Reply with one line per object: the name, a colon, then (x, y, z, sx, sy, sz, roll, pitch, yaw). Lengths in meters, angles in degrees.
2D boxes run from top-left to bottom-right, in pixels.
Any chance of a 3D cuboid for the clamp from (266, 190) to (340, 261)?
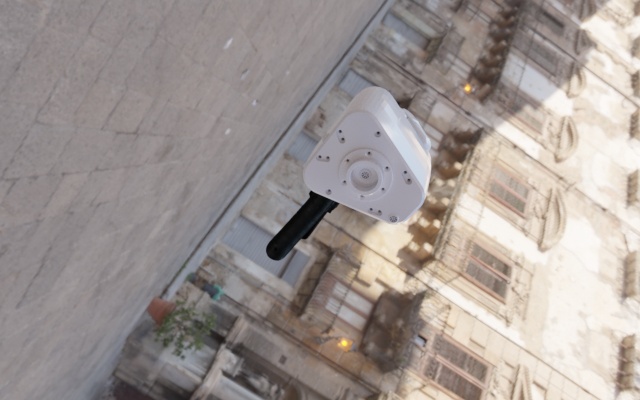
clamp: (0.001, 0.002, 0.565, 0.039, 0.171, 0.120, 37, 25, 1)
